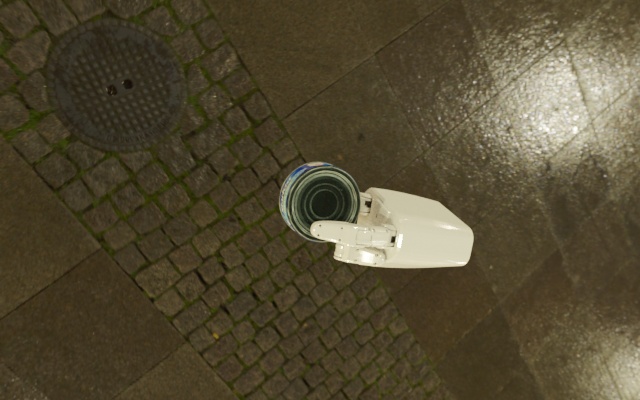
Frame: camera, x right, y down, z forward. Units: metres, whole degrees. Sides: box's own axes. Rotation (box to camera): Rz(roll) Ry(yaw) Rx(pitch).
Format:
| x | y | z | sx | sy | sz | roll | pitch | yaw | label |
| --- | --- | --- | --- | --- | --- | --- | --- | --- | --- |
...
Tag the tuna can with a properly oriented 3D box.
| x | y | z | sx | sy | sz | roll | pitch | yaw | label |
| --- | --- | --- | --- | --- | --- | --- | --- | --- | --- |
| 0.000 | 0.002 | 0.520 | 0.086 | 0.086 | 0.033 | 0 | 10 | -18 | tuna can |
